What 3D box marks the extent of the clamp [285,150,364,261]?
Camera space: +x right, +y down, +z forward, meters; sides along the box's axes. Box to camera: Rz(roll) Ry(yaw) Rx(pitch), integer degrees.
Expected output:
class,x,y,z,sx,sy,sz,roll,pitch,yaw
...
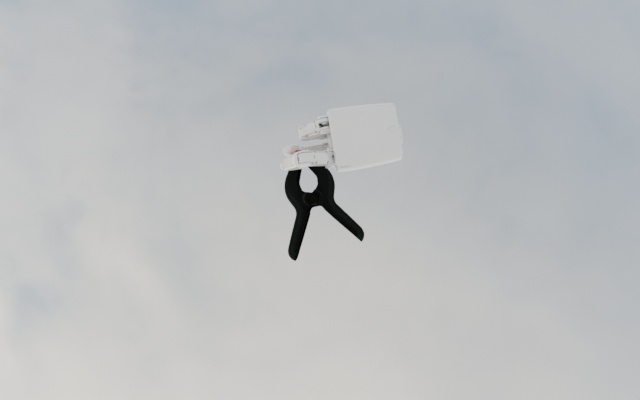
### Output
class,x,y,z,sx,sy,sz,roll,pitch,yaw
clamp,0.000,0.002,0.747,0.120,0.171,0.039,-7,-6,-2
